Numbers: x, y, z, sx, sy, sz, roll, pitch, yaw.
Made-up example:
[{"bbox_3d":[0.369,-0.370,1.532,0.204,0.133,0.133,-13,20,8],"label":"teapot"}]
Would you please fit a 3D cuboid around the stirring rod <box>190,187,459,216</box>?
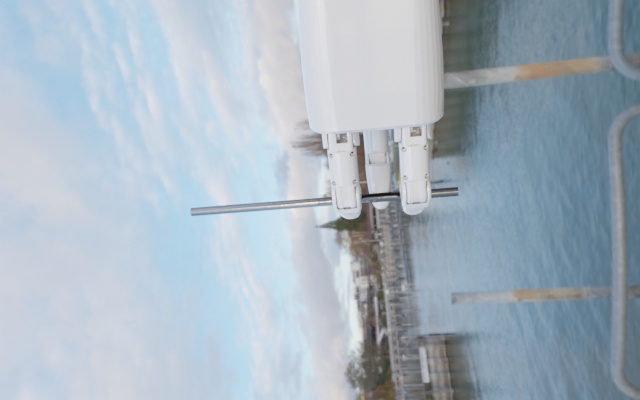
[{"bbox_3d":[0.000,0.001,0.428,0.239,0.011,0.011,-4,-1,7],"label":"stirring rod"}]
